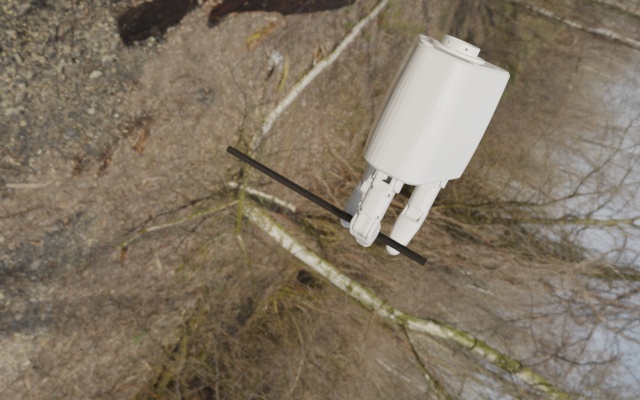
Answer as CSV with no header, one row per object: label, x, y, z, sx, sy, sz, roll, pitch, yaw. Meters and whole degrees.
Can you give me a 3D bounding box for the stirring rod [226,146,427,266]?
stirring rod,0.000,0.001,0.489,0.239,0.011,0.011,30,9,16
